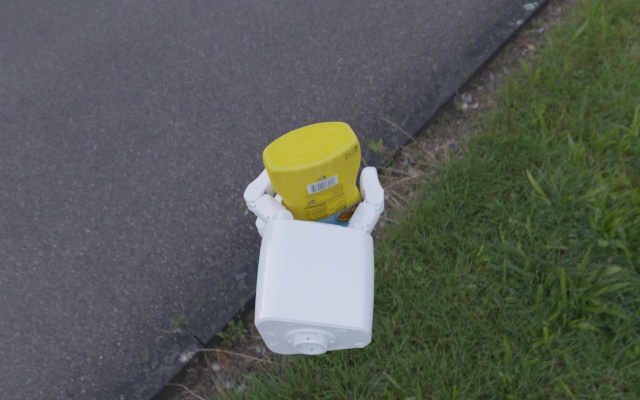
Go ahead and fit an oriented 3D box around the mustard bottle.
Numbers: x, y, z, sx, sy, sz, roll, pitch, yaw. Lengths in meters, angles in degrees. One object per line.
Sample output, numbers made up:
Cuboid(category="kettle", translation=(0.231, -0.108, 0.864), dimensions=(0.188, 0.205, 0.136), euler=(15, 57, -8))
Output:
Cuboid(category="mustard bottle", translation=(0.000, 0.001, 0.543), dimensions=(0.096, 0.058, 0.192), euler=(-21, -37, -8))
